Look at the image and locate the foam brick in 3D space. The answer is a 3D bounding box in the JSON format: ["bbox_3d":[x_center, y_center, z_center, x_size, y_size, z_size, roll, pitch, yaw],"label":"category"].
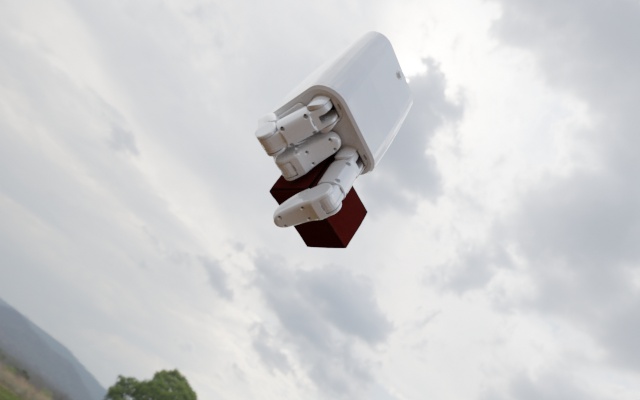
[{"bbox_3d":[0.000,0.002,0.458,0.053,0.078,0.051,0,43,41],"label":"foam brick"}]
